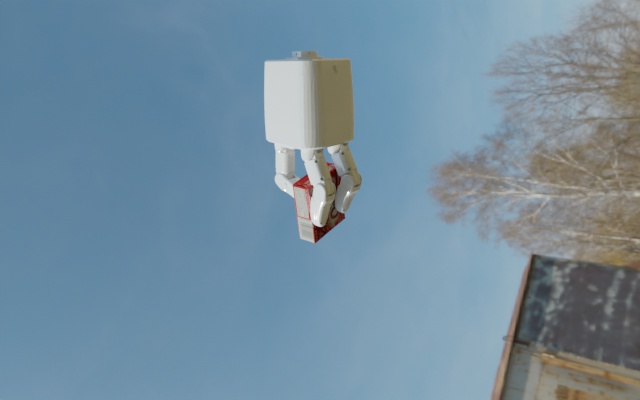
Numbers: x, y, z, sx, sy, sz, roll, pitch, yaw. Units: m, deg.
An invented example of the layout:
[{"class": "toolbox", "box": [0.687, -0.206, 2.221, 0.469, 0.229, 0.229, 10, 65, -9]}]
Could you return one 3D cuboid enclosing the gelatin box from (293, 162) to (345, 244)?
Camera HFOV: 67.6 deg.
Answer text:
[{"class": "gelatin box", "box": [0.000, 0.002, 0.649, 0.030, 0.089, 0.073, 16, 37, 34]}]
